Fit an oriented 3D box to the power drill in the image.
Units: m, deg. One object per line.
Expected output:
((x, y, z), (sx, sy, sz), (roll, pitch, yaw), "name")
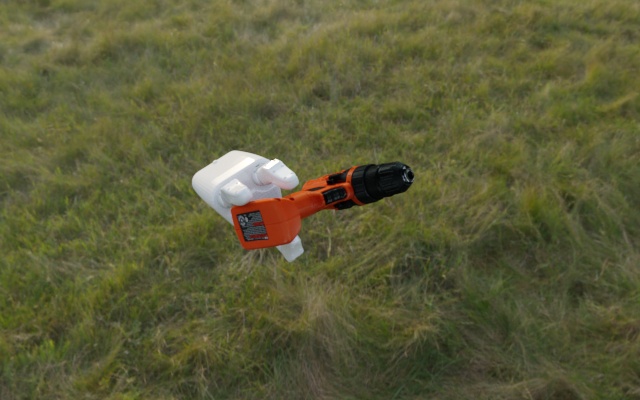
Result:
((0.000, 0.002, 0.590), (0.187, 0.057, 0.184), (-21, 5, -43), "power drill")
